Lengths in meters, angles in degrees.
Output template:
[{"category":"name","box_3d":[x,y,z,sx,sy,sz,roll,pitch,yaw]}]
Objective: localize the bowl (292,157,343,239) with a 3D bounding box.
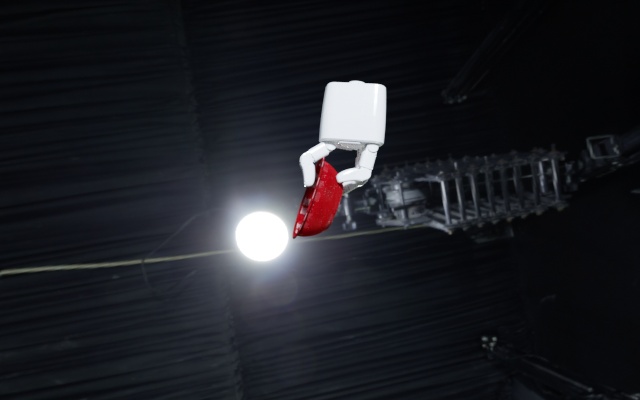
[{"category":"bowl","box_3d":[0.000,0.004,0.879,0.055,0.162,0.162,20,-3,-7]}]
